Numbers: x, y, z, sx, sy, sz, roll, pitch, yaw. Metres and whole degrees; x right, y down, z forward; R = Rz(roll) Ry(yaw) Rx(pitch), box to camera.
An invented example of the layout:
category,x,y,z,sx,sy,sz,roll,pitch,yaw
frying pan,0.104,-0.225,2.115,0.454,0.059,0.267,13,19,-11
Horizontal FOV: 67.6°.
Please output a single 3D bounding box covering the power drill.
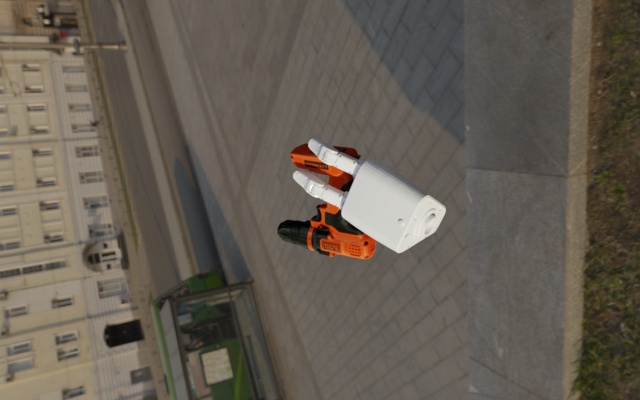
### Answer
category,x,y,z,sx,sy,sz,roll,pitch,yaw
power drill,0.000,0.002,0.788,0.184,0.188,0.057,8,30,26
